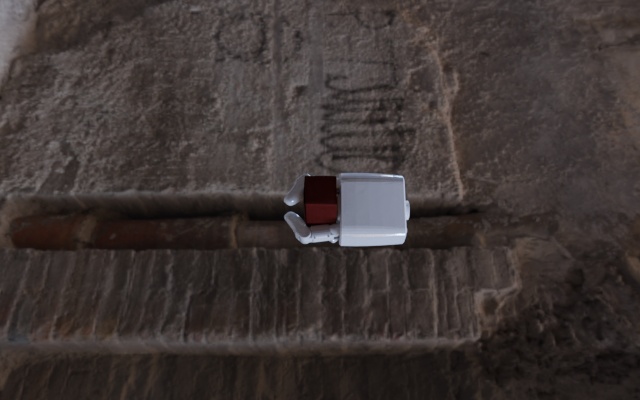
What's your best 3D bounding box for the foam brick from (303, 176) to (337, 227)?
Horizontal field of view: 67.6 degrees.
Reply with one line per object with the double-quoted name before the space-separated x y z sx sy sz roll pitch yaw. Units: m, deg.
"foam brick" 0.000 0.002 0.757 0.051 0.053 0.078 0 -30 0
